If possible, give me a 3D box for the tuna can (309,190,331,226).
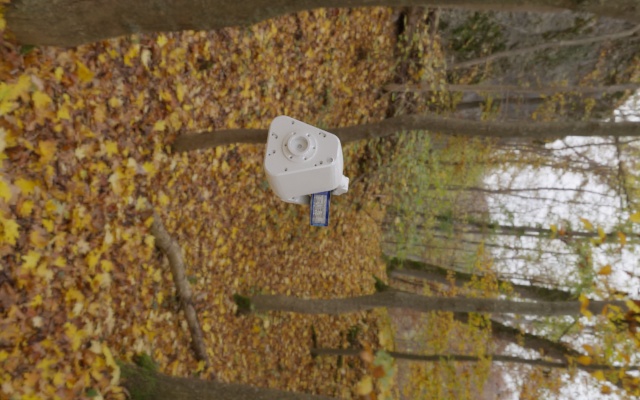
[{"bbox_3d":[0.001,0.003,0.837,0.034,0.086,0.086,4,0,1],"label":"tuna can"}]
